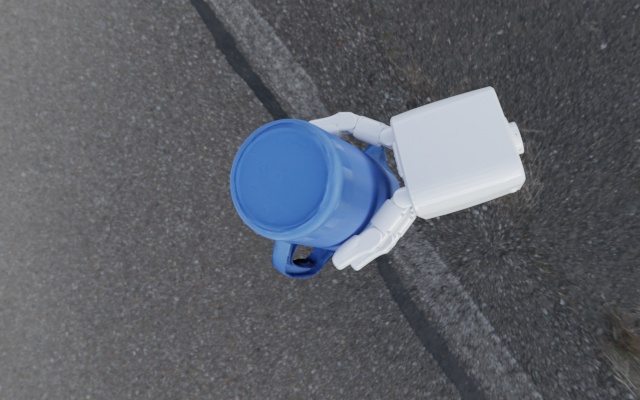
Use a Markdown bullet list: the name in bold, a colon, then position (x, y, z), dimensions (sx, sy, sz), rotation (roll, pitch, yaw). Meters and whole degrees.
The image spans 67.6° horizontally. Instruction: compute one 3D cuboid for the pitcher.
- **pitcher**: position (0.000, 0.002, 0.521), dimensions (0.145, 0.149, 0.243), rotation (-16, -10, 17)
